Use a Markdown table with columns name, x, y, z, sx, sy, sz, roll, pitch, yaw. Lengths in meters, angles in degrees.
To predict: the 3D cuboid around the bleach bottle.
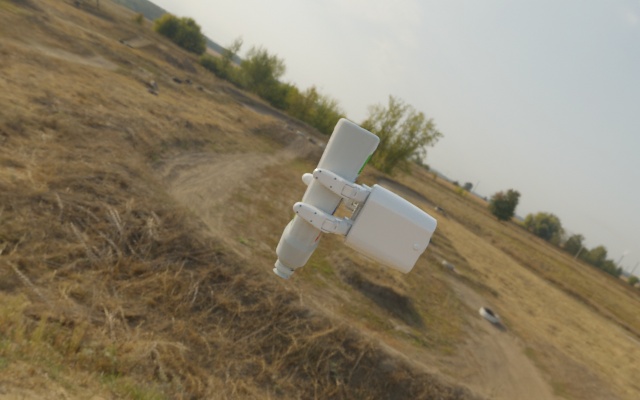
| name | x | y | z | sx | sy | sz | roll | pitch | yaw |
| --- | --- | --- | --- | --- | --- | --- | --- | --- | --- |
| bleach bottle | 0.000 | 0.002 | 0.718 | 0.068 | 0.251 | 0.102 | 29 | 9 | 1 |
